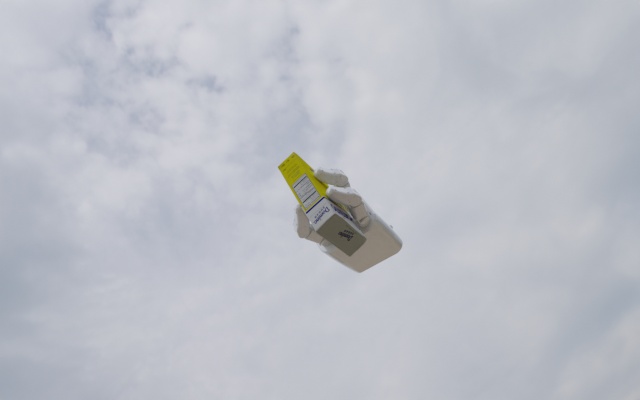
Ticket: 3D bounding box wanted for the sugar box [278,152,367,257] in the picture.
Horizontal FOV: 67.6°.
[{"bbox_3d":[0.001,0.002,0.755,0.093,0.048,0.176,39,9,-43],"label":"sugar box"}]
